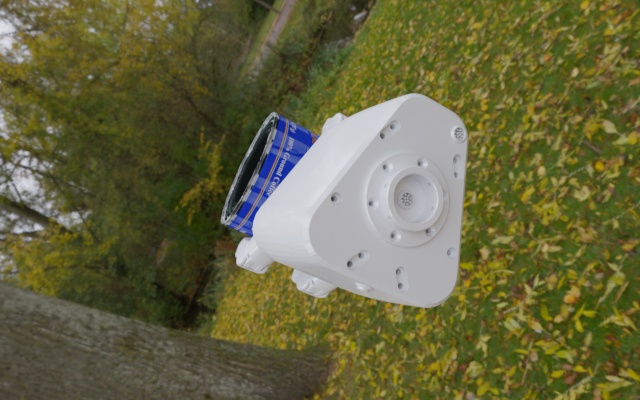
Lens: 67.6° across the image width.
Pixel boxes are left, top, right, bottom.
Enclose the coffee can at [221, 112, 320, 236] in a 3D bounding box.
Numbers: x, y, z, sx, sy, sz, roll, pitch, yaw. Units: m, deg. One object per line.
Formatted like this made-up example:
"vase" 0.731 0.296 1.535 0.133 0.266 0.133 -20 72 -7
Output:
"coffee can" 0.000 0.001 0.413 0.140 0.103 0.103 25 -8 -16
